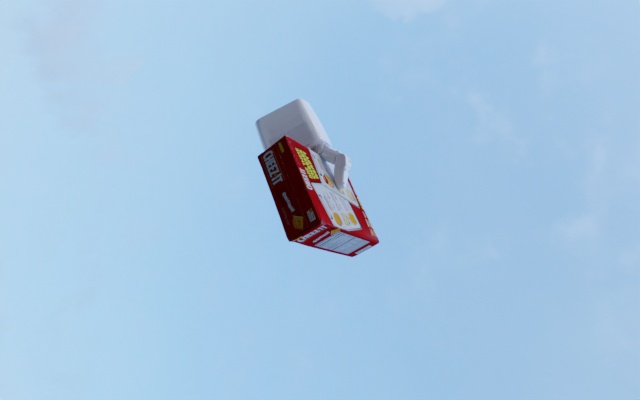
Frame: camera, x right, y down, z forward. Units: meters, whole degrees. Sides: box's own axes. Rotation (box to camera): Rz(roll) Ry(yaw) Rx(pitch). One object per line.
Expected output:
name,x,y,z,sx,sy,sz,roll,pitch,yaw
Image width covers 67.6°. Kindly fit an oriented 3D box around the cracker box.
cracker box,0.000,0.003,0.813,0.072,0.164,0.214,-33,-27,20
